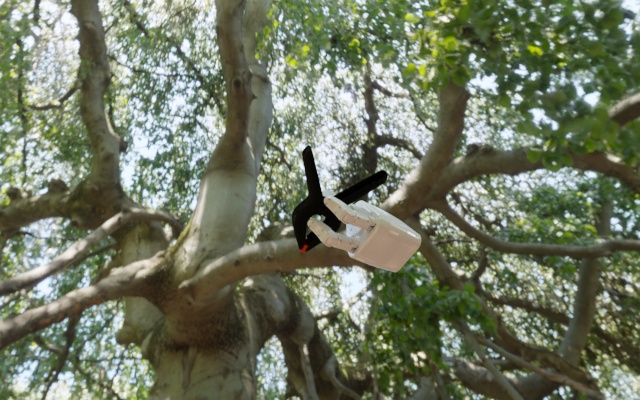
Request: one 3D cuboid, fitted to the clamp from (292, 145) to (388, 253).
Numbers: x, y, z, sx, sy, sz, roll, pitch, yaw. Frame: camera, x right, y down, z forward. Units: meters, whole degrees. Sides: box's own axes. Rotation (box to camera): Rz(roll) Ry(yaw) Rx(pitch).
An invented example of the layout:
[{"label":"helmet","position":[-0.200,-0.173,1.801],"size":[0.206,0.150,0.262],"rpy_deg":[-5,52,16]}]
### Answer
[{"label":"clamp","position":[0.000,0.003,0.852],"size":[0.164,0.210,0.036],"rpy_deg":[23,26,-26]}]
